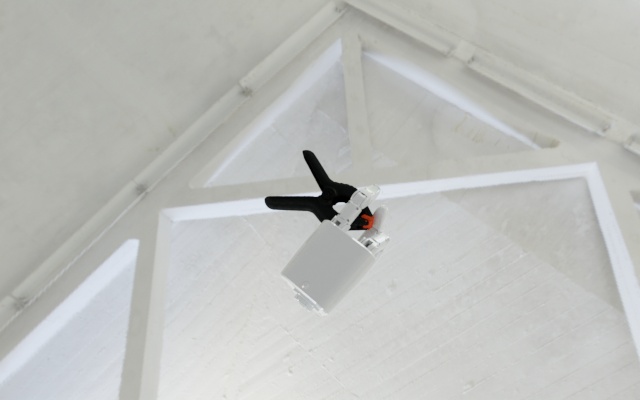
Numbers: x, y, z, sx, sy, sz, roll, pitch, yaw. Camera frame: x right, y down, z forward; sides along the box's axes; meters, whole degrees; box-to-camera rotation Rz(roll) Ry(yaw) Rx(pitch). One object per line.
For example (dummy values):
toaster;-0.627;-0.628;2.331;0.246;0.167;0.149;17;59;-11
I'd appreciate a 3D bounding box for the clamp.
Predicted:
clamp;0.000;0.003;0.747;0.171;0.120;0.039;37;-15;22
